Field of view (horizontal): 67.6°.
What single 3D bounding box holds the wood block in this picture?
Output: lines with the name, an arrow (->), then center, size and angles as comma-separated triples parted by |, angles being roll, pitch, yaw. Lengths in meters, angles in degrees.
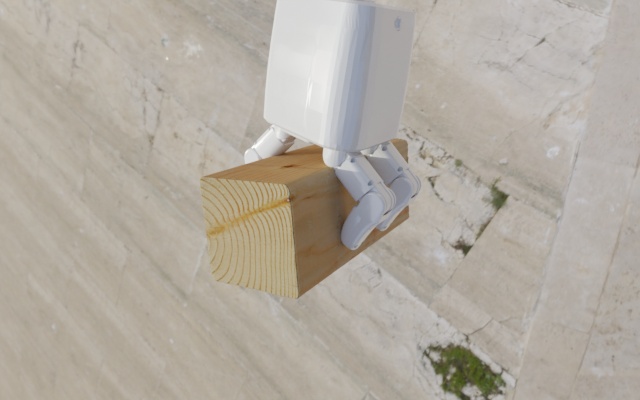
wood block -> 0.000, 0.001, 0.442 | 0.091, 0.090, 0.206 | 6, 18, 33
